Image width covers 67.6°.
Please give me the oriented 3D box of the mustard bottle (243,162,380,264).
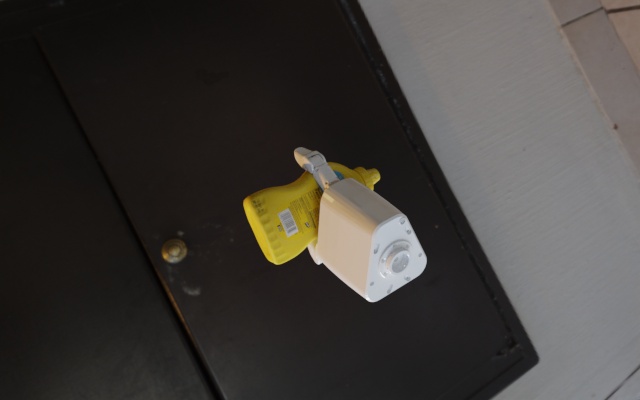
[{"bbox_3d":[0.000,0.002,0.644,0.191,0.096,0.058,-26,11,-20],"label":"mustard bottle"}]
